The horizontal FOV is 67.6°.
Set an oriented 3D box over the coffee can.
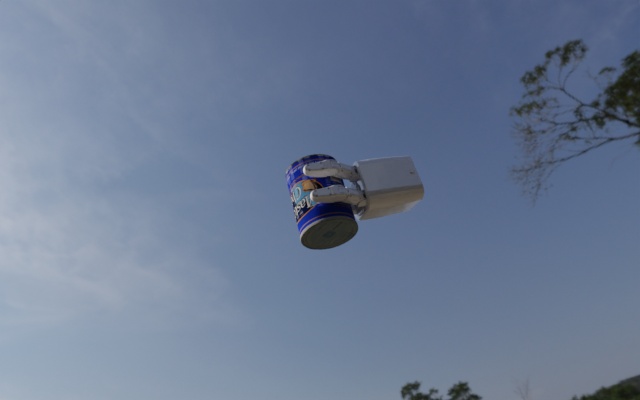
[{"bbox_3d":[0.000,0.003,0.856,0.103,0.140,0.103,-11,-32,-7],"label":"coffee can"}]
